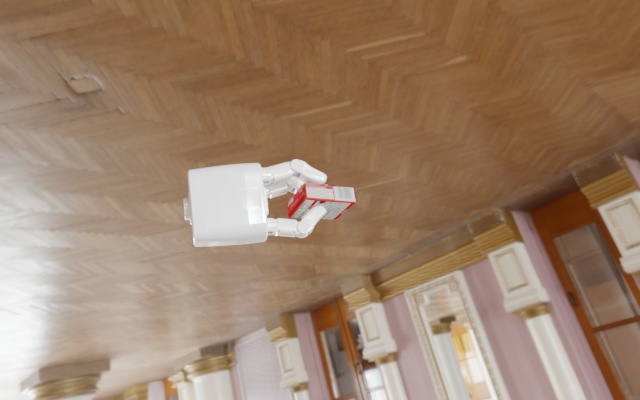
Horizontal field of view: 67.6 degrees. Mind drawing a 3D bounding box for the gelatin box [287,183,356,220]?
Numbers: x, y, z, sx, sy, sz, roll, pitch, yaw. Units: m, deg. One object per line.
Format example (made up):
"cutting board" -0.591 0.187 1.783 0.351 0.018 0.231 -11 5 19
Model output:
"gelatin box" 0.000 0.003 0.757 0.089 0.030 0.073 4 -26 -24
